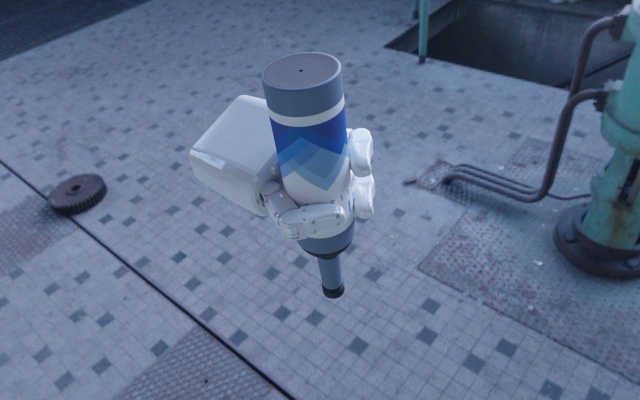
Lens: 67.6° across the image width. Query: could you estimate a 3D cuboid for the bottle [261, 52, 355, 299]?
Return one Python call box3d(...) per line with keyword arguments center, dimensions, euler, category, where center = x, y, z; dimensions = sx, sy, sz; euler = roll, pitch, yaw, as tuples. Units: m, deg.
box3d(center=(0.000, 0.001, 0.489), dimensions=(0.069, 0.296, 0.069), euler=(-5, 42, 4), category="bottle")
